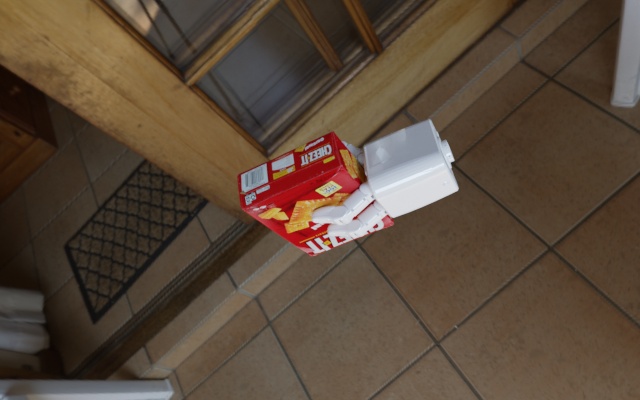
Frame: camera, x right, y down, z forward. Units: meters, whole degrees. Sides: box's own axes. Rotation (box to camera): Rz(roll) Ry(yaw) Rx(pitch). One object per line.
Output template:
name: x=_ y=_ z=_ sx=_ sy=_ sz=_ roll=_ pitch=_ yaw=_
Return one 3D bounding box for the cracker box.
cracker box: x=0.000 y=0.002 z=0.743 sx=0.164 sy=0.072 sz=0.214 roll=-23 pitch=-34 yaw=18
